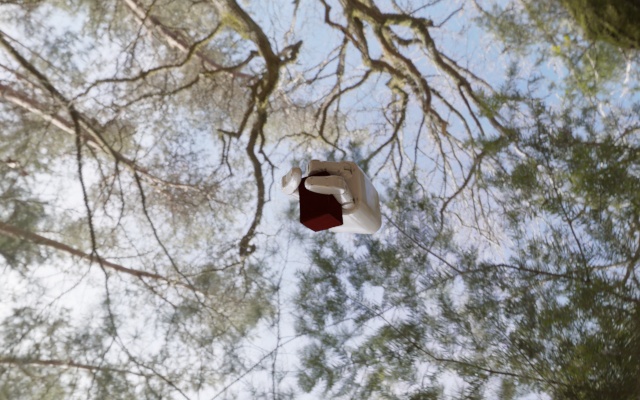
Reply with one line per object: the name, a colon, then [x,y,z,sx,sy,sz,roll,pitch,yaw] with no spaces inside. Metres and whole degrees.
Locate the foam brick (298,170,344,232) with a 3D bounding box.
foam brick: [0.000,0.003,0.744,0.053,0.078,0.051,-16,-30,22]
